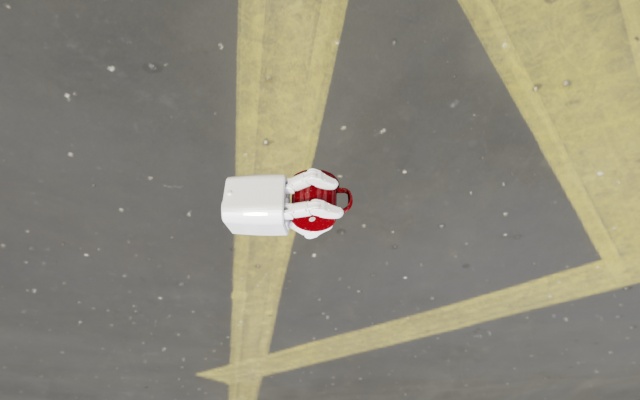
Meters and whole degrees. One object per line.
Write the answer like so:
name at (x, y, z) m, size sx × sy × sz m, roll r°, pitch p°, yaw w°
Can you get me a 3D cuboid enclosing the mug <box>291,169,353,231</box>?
mug at (0.002, 0.003, 0.868) m, size 0.117 × 0.081 × 0.093 m, roll -1°, pitch -35°, yaw 2°
